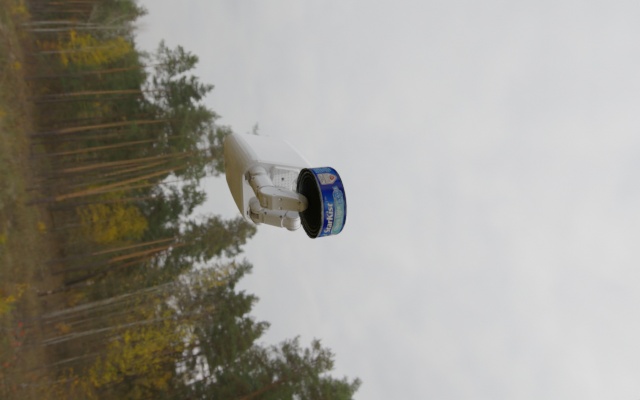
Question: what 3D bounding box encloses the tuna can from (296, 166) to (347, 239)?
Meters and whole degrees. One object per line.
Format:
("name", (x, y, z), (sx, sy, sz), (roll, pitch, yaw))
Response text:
("tuna can", (0.001, 0.002, 0.577), (0.034, 0.086, 0.086), (-7, 2, -21))
